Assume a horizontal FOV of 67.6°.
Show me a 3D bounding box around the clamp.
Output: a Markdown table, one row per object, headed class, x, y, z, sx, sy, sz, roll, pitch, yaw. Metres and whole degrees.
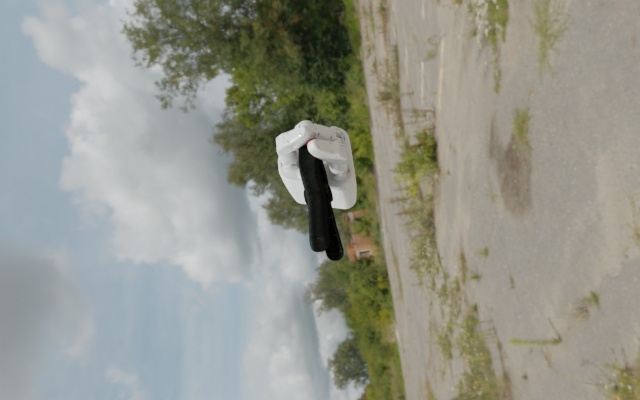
| class | x | y | z | sx | sy | sz | roll | pitch | yaw |
| --- | --- | --- | --- | --- | --- | --- | --- | --- | --- |
| clamp | -0.001 | 0.002 | 0.650 | 0.039 | 0.171 | 0.120 | -9 | -23 | 5 |
